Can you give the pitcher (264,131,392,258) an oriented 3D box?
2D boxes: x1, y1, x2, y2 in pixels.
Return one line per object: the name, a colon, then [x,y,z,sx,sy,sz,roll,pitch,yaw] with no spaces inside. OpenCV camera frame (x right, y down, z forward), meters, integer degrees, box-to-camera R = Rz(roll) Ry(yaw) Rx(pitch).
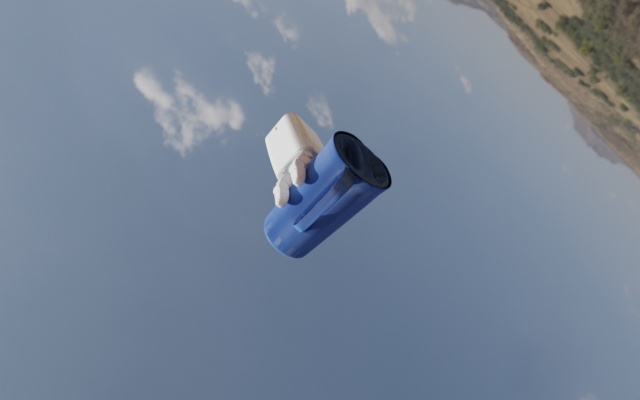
pitcher: [0.000,0.003,0.869,0.149,0.145,0.243,14,-49,-42]
